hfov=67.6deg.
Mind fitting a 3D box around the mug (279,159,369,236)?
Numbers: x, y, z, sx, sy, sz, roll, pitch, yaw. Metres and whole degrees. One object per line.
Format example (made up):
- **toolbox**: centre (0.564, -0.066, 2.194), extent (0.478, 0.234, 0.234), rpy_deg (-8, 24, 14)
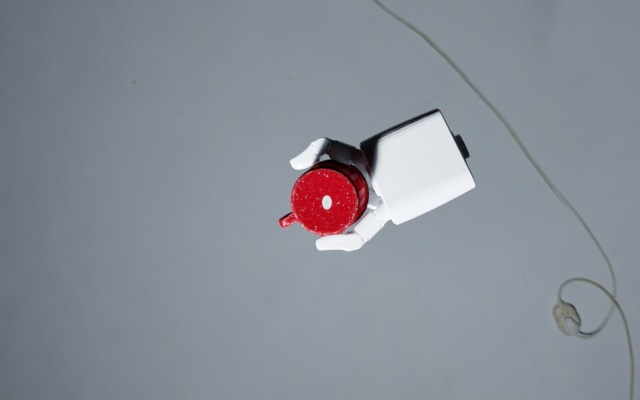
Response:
- **mug**: centre (-0.001, 0.002, 0.585), extent (0.117, 0.093, 0.081), rpy_deg (-26, 2, 11)
